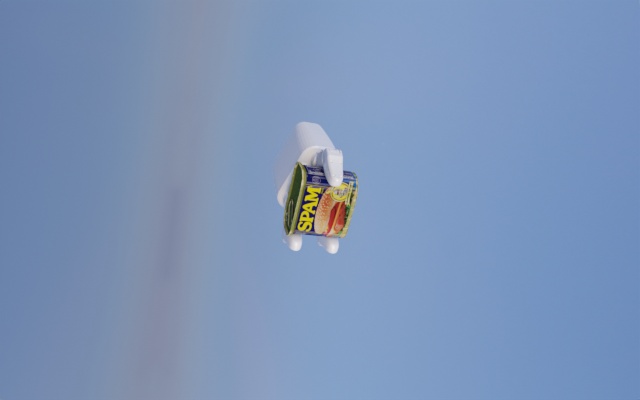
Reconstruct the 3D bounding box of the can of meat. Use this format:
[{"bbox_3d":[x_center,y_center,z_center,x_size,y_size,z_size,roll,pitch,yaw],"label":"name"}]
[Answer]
[{"bbox_3d":[0.000,0.002,0.671,0.084,0.102,0.057,7,26,-17],"label":"can of meat"}]
